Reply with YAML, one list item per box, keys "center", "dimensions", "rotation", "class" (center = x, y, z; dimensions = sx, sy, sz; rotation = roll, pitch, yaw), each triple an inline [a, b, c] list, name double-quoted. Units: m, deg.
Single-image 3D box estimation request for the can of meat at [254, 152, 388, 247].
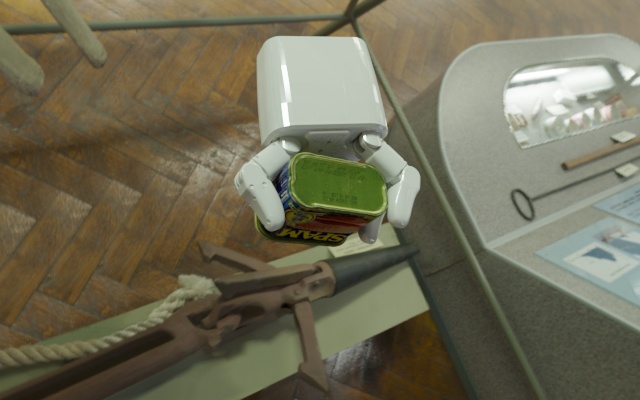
- center: [0.000, 0.001, 0.445]
  dimensions: [0.102, 0.057, 0.084]
  rotation: [8, -26, -26]
  class: "can of meat"
